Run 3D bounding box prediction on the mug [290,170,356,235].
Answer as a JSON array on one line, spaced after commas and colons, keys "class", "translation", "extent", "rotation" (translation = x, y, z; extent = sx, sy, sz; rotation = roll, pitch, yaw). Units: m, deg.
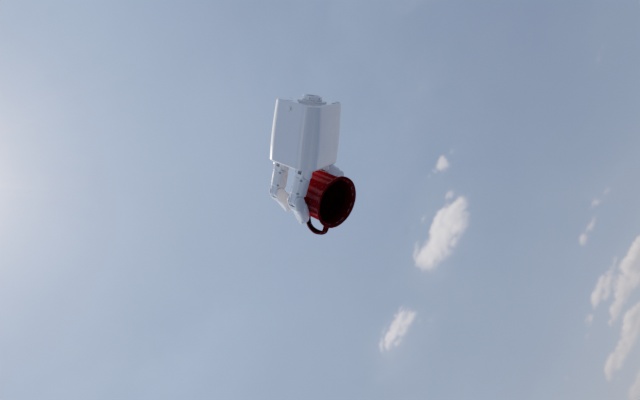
[{"class": "mug", "translation": [0.000, 0.004, 0.843], "extent": [0.093, 0.117, 0.081], "rotation": [-10, 25, -43]}]
